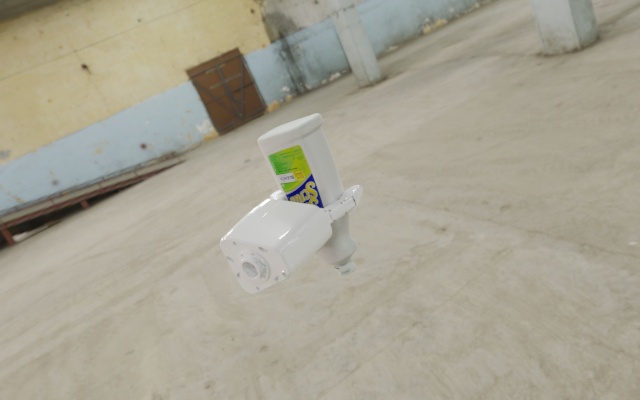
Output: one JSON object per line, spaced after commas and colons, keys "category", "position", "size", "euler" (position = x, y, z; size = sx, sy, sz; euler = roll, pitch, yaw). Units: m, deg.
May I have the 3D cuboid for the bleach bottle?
{"category": "bleach bottle", "position": [0.000, 0.002, 0.725], "size": [0.102, 0.251, 0.068], "euler": [-11, 21, 37]}
